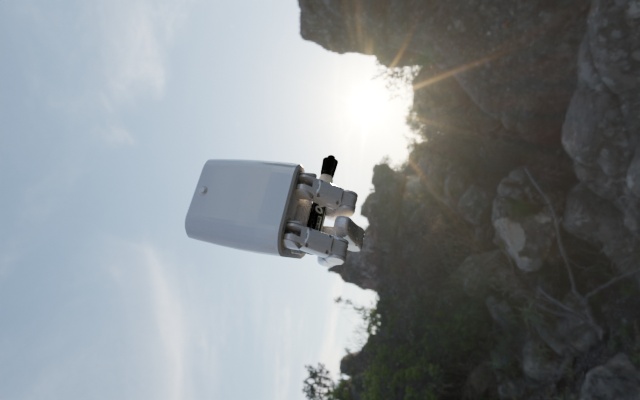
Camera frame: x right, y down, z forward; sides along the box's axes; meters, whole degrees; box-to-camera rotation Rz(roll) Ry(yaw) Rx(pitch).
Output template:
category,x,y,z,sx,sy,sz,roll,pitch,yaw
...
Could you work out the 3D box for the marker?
category,x,y,z,sx,sy,sz,roll,pitch,yaw
marker,0.000,0.002,0.536,0.020,0.121,0.020,11,-24,5
